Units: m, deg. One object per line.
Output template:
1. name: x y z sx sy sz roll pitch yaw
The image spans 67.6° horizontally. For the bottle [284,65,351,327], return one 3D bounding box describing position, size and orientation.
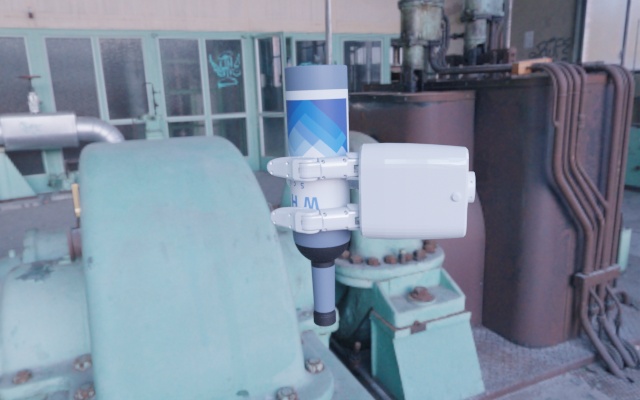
1. bottle: 0.000 0.002 0.539 0.069 0.296 0.069 -2 13 0
